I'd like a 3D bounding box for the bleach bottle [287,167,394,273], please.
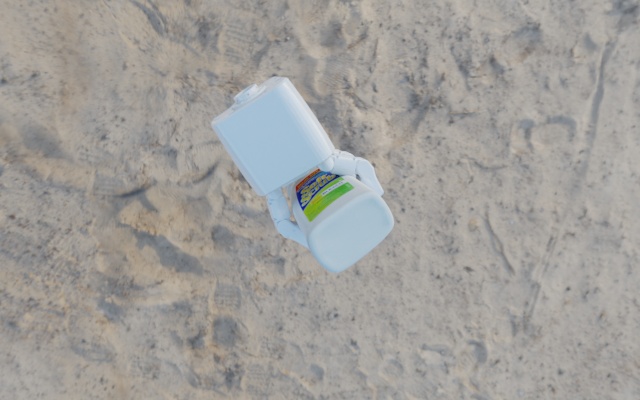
[{"bbox_3d":[0.000,0.002,0.632,0.102,0.068,0.250,-37,22,-5],"label":"bleach bottle"}]
